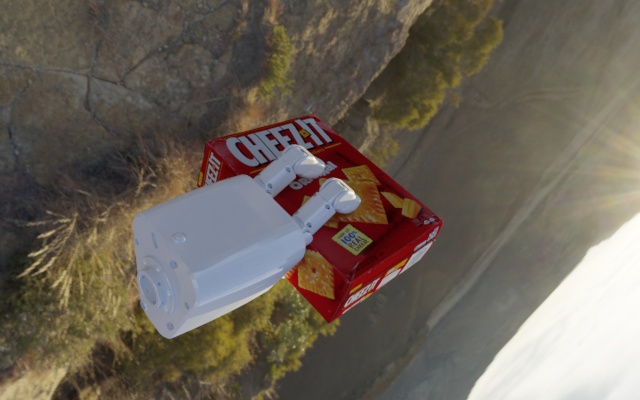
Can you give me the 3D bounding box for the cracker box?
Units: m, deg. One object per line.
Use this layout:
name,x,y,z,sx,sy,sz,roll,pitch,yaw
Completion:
cracker box,0.000,0.002,0.509,0.164,0.072,0.213,-23,57,-43
